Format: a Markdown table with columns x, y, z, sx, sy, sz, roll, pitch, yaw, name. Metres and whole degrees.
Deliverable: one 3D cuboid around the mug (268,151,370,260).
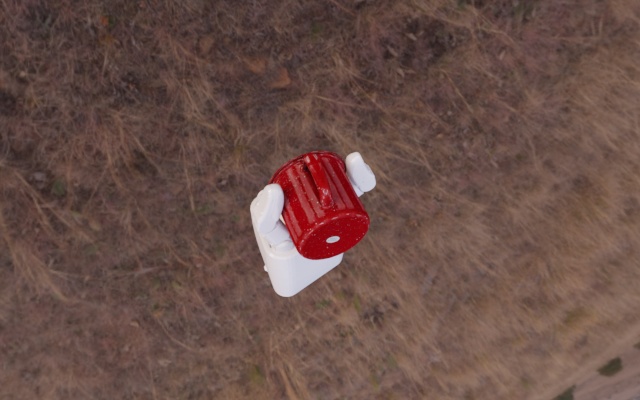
| x | y | z | sx | sy | sz | roll | pitch | yaw | name |
| --- | --- | --- | --- | --- | --- | --- | --- | --- | --- |
| 0.000 | 0.001 | 0.493 | 0.093 | 0.081 | 0.117 | -18 | -34 | -12 | mug |
